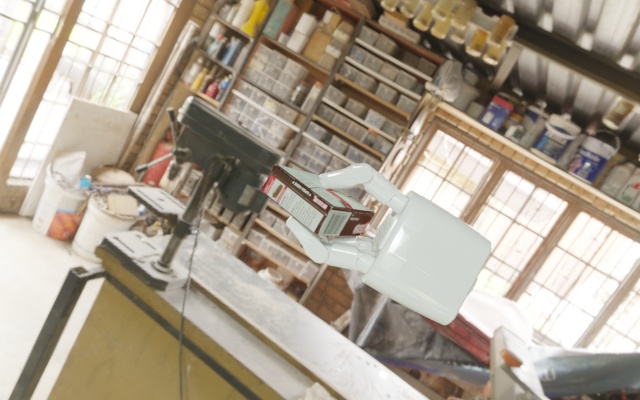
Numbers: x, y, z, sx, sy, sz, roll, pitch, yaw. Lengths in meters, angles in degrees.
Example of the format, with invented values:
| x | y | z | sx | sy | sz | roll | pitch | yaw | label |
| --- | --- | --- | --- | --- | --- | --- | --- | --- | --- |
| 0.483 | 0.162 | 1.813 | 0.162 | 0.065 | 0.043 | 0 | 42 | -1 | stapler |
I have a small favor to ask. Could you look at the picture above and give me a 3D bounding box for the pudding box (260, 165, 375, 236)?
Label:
| x | y | z | sx | sy | sz | roll | pitch | yaw | label |
| --- | --- | --- | --- | --- | --- | --- | --- | --- | --- |
| 0.000 | 0.002 | 0.545 | 0.090 | 0.039 | 0.113 | 36 | 12 | 27 | pudding box |
